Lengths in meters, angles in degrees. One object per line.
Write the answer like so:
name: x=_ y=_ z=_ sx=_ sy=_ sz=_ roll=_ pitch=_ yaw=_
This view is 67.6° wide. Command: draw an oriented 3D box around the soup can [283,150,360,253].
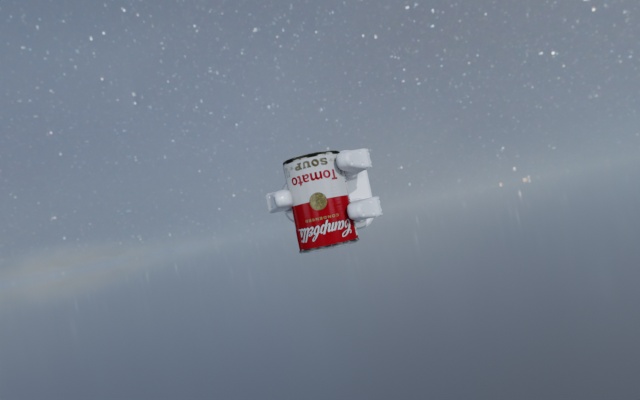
soup can: x=0.000 y=0.001 z=0.528 sx=0.068 sy=0.102 sz=0.068 roll=-11 pitch=-2 yaw=0
